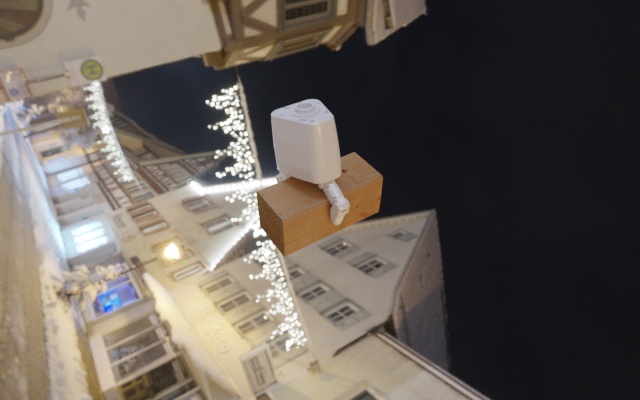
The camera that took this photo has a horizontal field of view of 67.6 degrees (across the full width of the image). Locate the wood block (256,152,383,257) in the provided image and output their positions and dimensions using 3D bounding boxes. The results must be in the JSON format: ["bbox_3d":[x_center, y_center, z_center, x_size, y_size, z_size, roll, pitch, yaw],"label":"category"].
[{"bbox_3d":[0.000,0.003,0.849,0.206,0.090,0.090,-24,48,-25],"label":"wood block"}]
